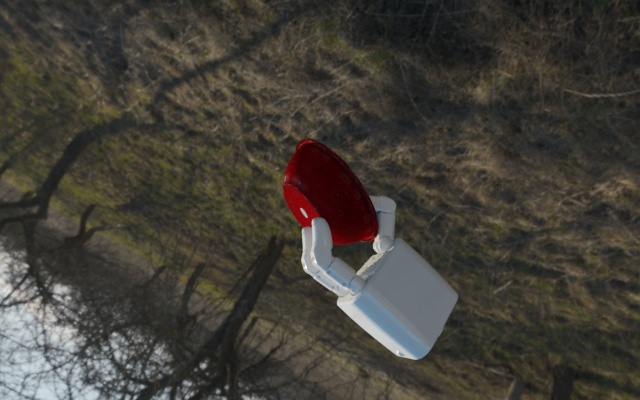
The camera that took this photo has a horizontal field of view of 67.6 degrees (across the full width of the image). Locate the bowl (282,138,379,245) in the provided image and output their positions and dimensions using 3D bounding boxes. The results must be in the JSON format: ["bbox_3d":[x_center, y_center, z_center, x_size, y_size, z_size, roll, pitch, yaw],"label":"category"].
[{"bbox_3d":[-0.001,0.001,0.619,0.055,0.162,0.162,-36,14,-20],"label":"bowl"}]
